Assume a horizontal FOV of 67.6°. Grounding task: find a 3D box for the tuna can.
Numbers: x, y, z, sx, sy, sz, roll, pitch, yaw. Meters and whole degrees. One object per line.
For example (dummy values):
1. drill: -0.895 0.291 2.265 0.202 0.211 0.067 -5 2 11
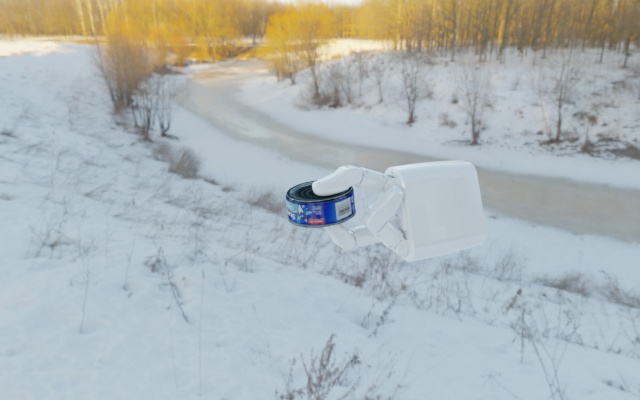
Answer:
1. tuna can: 0.000 0.001 0.591 0.086 0.034 0.086 -6 20 2
